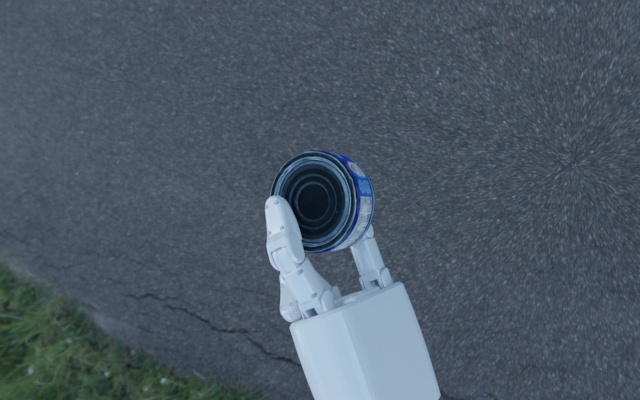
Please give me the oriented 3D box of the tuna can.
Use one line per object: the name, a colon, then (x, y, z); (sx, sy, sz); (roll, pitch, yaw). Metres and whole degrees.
tuna can: (0.000, 0.001, 0.400); (0.086, 0.086, 0.034); (0, -1, 30)
